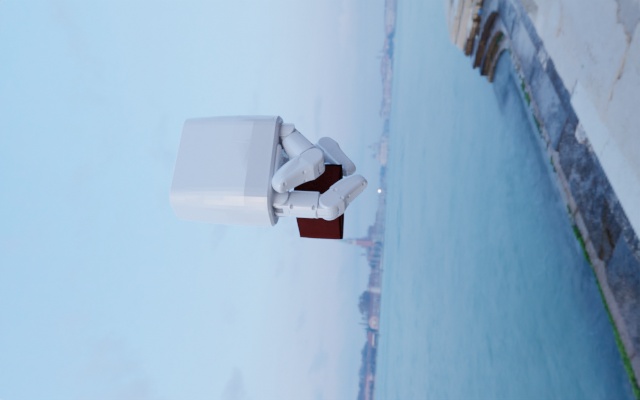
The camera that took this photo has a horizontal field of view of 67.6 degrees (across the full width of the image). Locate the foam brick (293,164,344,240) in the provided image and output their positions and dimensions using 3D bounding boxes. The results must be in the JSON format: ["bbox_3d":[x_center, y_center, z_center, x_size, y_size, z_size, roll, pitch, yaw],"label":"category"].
[{"bbox_3d":[0.000,0.002,0.545,0.051,0.053,0.078,0,-38,6],"label":"foam brick"}]
